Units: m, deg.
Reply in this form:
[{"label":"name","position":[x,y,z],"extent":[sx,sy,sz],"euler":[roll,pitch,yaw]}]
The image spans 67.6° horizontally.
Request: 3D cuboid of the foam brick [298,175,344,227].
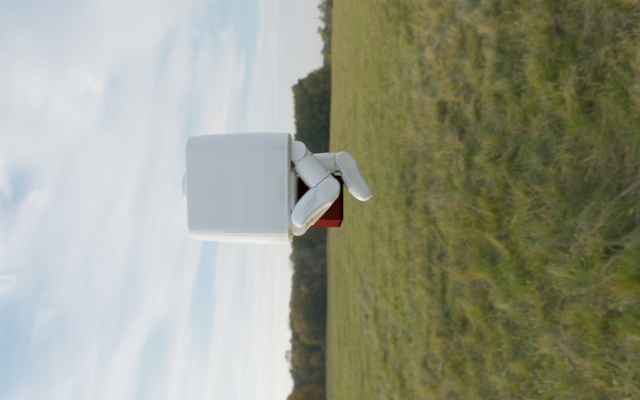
[{"label":"foam brick","position":[0.000,0.002,0.563],"extent":[0.051,0.053,0.078],"euler":[0,-10,0]}]
